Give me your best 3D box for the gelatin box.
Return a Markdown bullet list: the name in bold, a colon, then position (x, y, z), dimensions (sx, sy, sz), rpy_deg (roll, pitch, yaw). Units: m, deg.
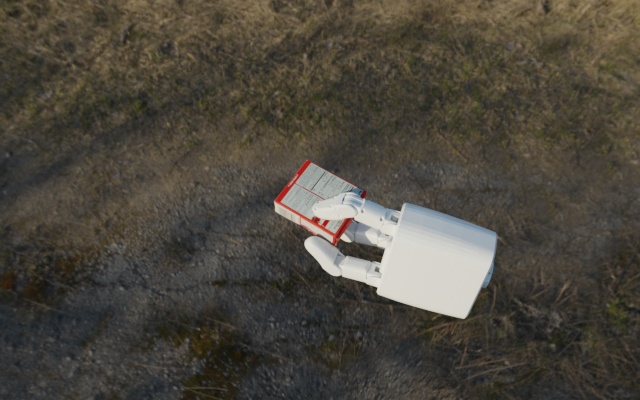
- **gelatin box**: position (0.000, 0.002, 0.581), dimensions (0.089, 0.073, 0.030), rpy_deg (30, -26, 13)
